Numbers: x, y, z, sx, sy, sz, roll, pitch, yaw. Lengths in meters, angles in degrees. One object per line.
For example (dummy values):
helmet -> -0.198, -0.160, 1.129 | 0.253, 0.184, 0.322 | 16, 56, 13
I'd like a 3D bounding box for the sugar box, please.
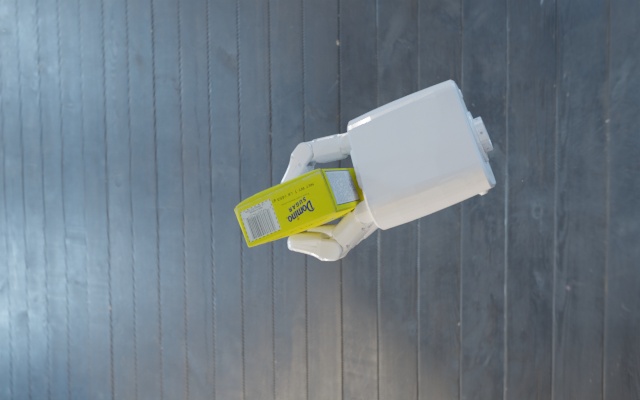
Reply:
sugar box -> 0.000, 0.002, 0.483 | 0.093, 0.048, 0.176 | -22, -6, 22
